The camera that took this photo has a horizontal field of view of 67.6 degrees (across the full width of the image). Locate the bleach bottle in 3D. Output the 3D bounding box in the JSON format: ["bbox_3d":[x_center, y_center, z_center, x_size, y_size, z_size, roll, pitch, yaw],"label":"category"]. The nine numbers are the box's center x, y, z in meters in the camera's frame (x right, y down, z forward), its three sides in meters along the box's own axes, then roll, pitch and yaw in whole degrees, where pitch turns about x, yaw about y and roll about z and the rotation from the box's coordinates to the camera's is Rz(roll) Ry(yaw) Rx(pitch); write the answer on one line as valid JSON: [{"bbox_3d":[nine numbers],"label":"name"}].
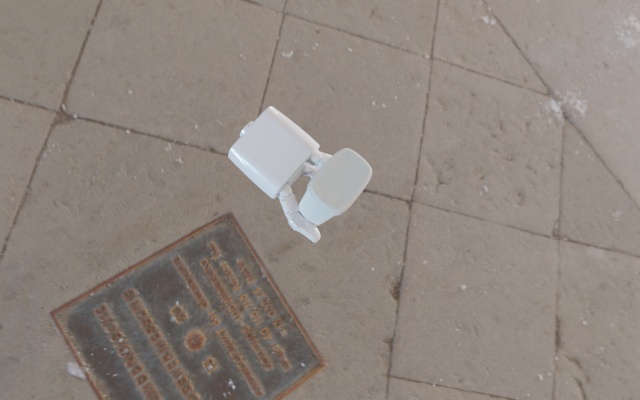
[{"bbox_3d":[0.000,0.003,0.788,0.068,0.102,0.251,41,-22,-1],"label":"bleach bottle"}]
